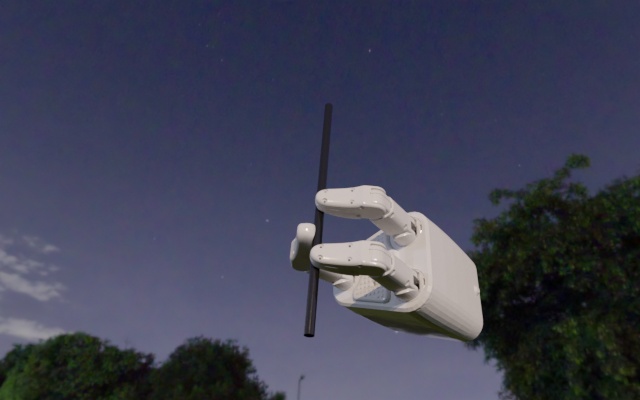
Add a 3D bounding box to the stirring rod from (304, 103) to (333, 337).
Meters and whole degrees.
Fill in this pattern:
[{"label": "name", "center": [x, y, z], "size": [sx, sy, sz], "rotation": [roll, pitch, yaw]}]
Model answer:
[{"label": "stirring rod", "center": [0.000, 0.002, 0.420], "size": [0.011, 0.239, 0.011], "rotation": [3, -35, 2]}]
